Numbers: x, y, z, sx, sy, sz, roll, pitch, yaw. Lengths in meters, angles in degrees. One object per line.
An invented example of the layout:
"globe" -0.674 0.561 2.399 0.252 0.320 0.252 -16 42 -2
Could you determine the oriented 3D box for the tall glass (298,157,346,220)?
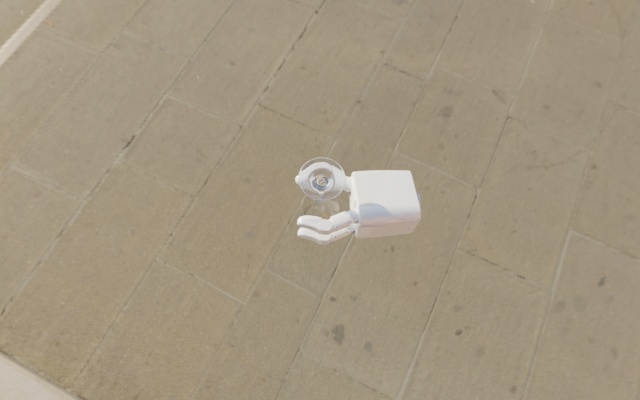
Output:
"tall glass" 0.000 0.002 0.832 0.079 0.079 0.201 0 -22 -2
